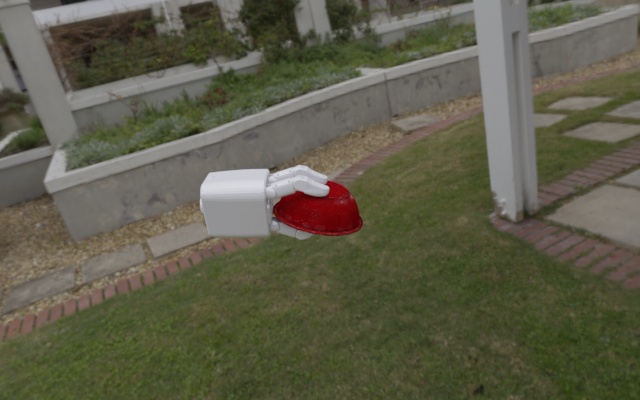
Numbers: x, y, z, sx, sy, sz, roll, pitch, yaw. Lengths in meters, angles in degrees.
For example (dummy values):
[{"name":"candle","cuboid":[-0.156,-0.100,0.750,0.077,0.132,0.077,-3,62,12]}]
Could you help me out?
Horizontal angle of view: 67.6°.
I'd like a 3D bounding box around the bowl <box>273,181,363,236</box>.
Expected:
[{"name":"bowl","cuboid":[0.001,0.002,0.834,0.162,0.055,0.162,9,20,-3]}]
